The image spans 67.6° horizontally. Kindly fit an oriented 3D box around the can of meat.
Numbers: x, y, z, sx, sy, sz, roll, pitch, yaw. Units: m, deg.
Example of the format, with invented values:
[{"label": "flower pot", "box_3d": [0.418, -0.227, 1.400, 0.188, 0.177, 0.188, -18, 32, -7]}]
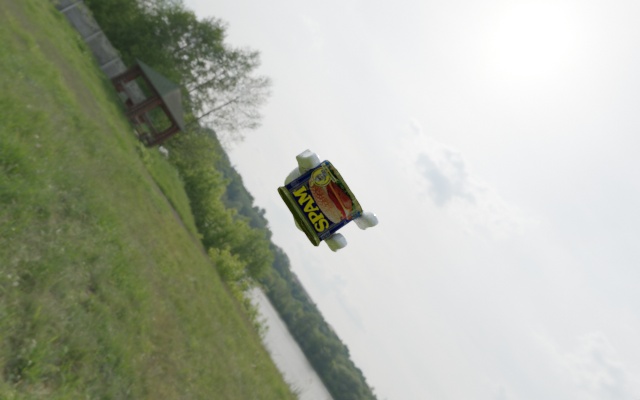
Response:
[{"label": "can of meat", "box_3d": [0.000, 0.002, 0.694, 0.084, 0.102, 0.057, -33, 1, -12]}]
